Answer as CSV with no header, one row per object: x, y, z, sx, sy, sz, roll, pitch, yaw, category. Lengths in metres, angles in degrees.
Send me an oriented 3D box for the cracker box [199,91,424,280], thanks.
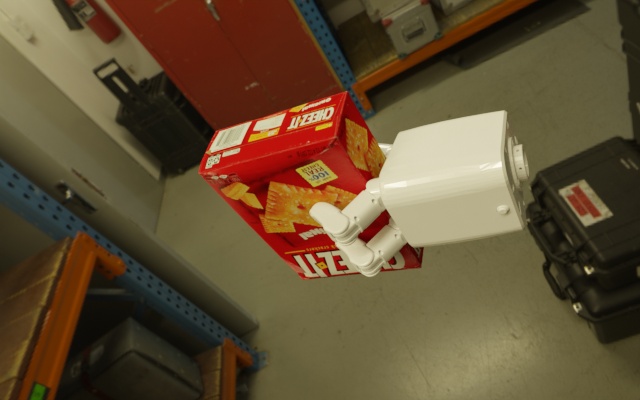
0.000,0.001,0.517,0.164,0.072,0.214,-10,-44,30,cracker box
